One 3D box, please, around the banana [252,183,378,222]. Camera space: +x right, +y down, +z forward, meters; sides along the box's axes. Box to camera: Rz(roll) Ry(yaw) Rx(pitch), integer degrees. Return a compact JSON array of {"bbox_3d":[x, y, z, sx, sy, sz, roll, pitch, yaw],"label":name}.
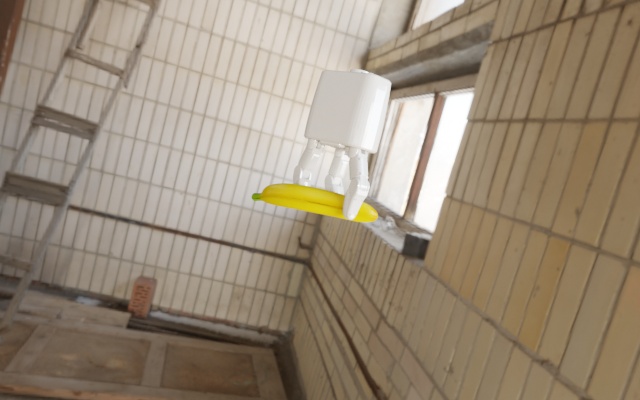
[{"bbox_3d":[0.000,0.002,0.705,0.198,0.037,0.069,12,-1,-11],"label":"banana"}]
